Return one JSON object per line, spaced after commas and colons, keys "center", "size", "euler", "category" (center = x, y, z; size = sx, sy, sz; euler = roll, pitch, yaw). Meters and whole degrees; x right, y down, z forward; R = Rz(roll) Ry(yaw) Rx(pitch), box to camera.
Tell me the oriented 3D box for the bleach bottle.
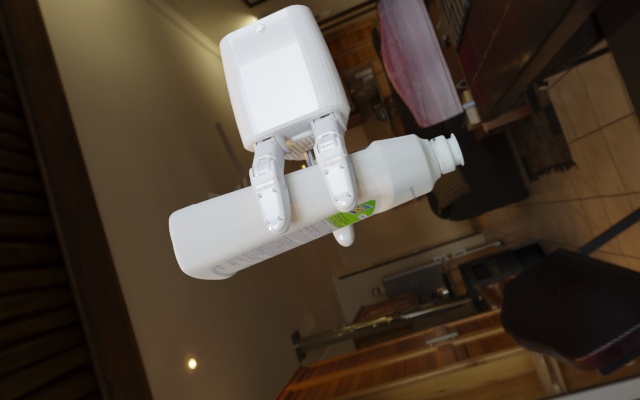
{"center": [0.000, 0.001, 0.425], "size": [0.251, 0.068, 0.102], "euler": [-20, -12, 10], "category": "bleach bottle"}
